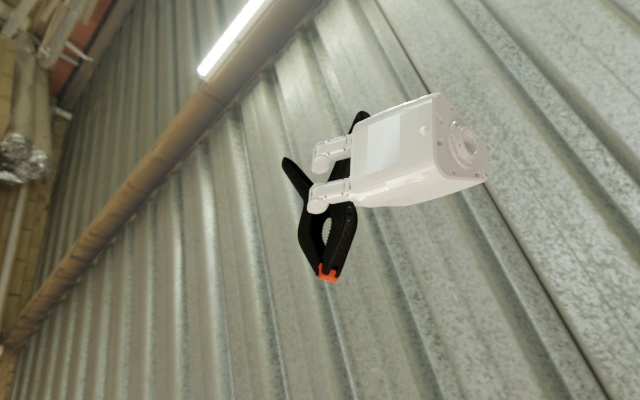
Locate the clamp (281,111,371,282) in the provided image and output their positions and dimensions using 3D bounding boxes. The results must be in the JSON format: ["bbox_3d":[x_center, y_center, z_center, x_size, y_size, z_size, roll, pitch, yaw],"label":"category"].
[{"bbox_3d":[0.001,0.003,0.620,0.036,0.210,0.164,20,-26,-38],"label":"clamp"}]
